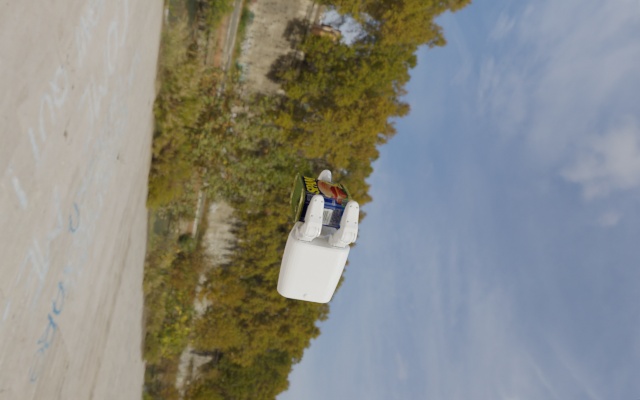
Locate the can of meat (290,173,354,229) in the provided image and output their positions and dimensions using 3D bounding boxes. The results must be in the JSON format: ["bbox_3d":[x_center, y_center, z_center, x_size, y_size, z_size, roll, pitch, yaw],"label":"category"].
[{"bbox_3d":[0.000,0.002,0.758,0.084,0.057,0.102,11,20,-12],"label":"can of meat"}]
